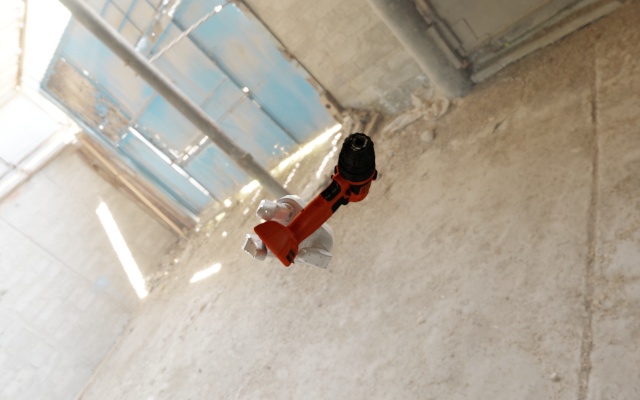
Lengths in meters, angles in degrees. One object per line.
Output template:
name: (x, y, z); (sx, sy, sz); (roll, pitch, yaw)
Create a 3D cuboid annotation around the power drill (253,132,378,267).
power drill: (0.000, 0.002, 0.645); (0.187, 0.057, 0.184); (-40, -16, -10)
